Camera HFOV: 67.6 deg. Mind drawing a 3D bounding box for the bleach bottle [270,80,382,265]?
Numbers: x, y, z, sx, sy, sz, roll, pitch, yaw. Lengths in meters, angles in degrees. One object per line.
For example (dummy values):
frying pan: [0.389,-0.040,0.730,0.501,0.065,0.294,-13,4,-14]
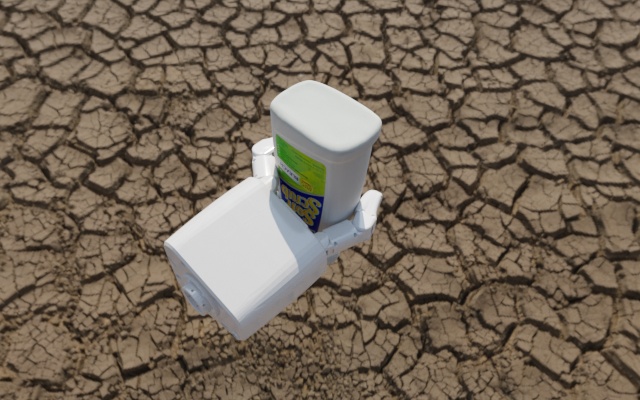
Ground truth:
bleach bottle: [0.000,0.002,0.512,0.102,0.251,0.068,37,58,26]
